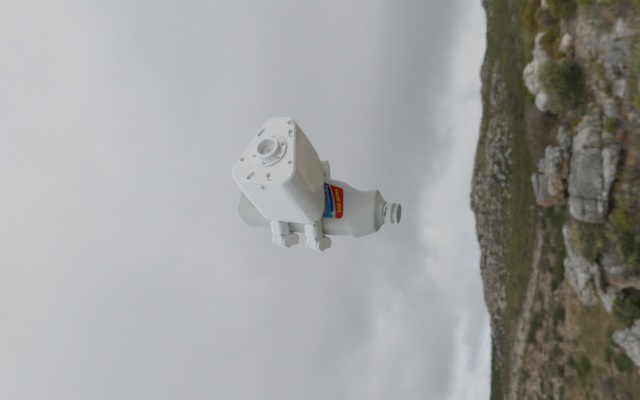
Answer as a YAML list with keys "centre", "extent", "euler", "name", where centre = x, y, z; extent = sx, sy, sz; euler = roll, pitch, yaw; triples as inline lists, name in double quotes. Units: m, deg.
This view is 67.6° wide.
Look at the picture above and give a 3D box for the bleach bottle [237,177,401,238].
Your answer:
- centre: [0.000, 0.003, 0.736]
  extent: [0.251, 0.102, 0.068]
  euler: [5, -28, 24]
  name: "bleach bottle"
